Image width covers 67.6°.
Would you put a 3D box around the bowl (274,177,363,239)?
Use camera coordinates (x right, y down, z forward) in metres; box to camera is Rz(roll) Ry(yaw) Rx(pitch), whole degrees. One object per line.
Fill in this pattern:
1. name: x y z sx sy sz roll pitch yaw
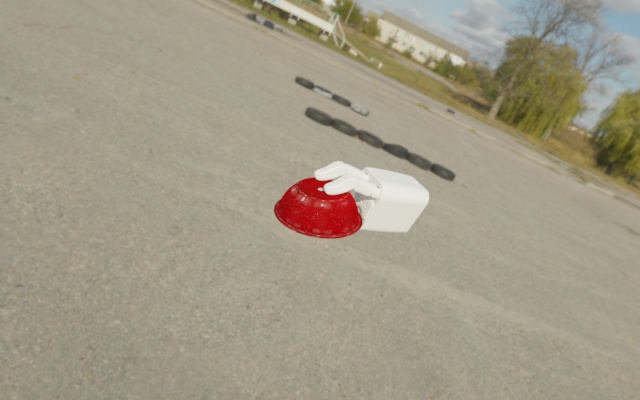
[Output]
1. bowl: -0.001 0.003 0.846 0.162 0.055 0.162 8 27 -4
